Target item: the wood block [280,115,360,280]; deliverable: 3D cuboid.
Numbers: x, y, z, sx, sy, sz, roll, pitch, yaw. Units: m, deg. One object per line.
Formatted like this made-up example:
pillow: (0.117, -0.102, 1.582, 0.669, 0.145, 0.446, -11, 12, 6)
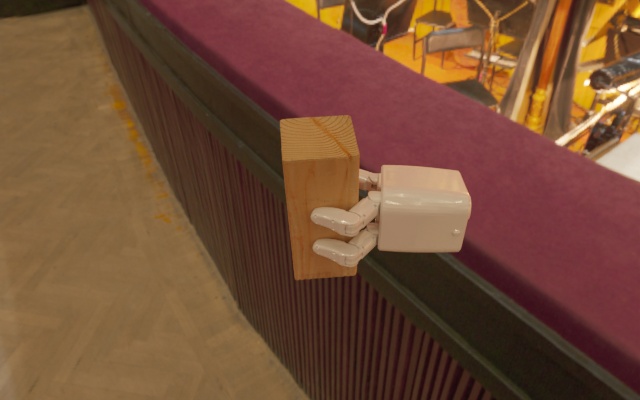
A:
wood block: (0.000, 0.002, 0.629, 0.090, 0.206, 0.090, -4, 41, -2)
